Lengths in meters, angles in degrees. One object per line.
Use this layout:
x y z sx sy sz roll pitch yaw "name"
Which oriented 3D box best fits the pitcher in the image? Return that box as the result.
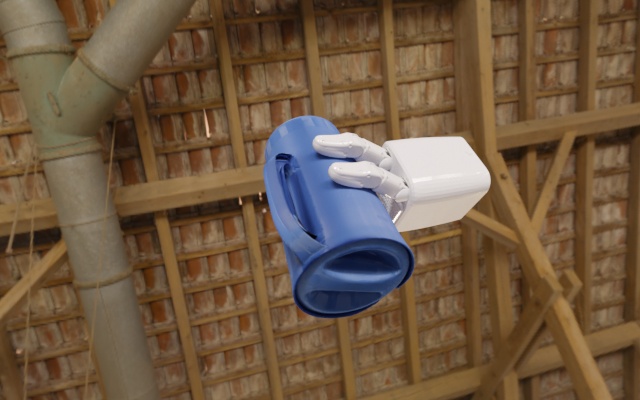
0.000 0.002 0.568 0.145 0.149 0.242 -8 46 -14 "pitcher"
